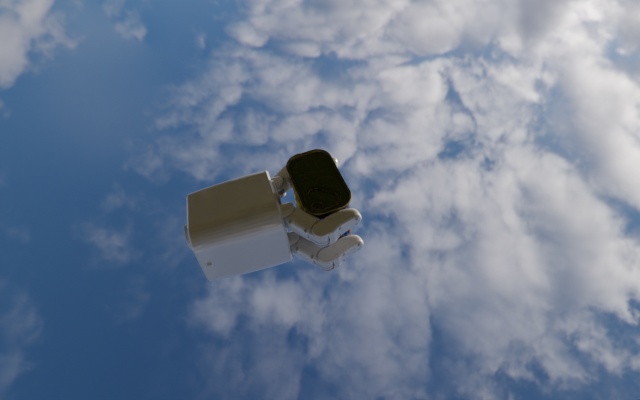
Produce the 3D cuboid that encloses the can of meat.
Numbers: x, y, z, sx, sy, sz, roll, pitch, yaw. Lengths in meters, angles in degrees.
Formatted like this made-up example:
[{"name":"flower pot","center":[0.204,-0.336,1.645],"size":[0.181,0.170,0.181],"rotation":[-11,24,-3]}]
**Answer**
[{"name":"can of meat","center":[0.000,0.002,0.594],"size":[0.057,0.102,0.084],"rotation":[-18,-40,-9]}]
